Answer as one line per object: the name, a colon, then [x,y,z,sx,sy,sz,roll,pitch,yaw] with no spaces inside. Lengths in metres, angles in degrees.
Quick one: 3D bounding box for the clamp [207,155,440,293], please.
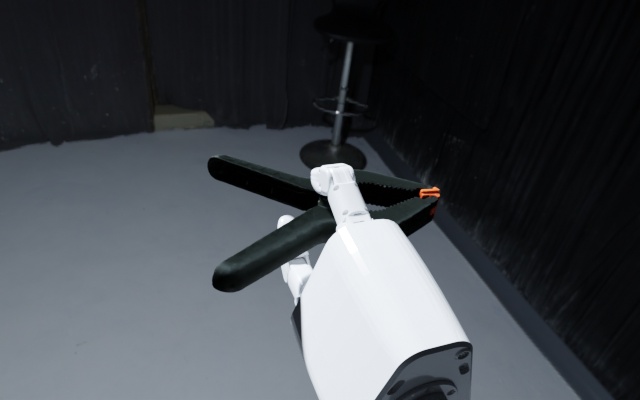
clamp: [0.001,0.001,0.418,0.210,0.036,0.164,-7,39,-18]
